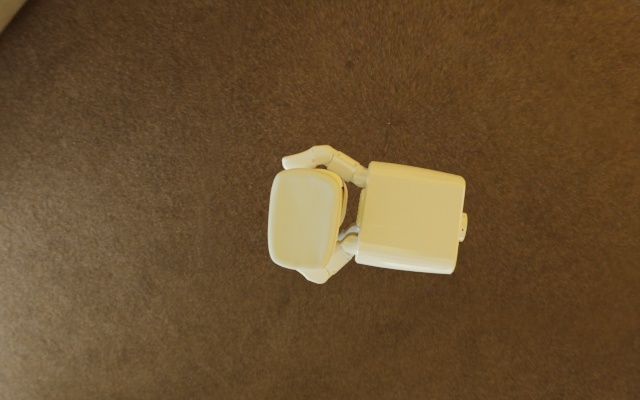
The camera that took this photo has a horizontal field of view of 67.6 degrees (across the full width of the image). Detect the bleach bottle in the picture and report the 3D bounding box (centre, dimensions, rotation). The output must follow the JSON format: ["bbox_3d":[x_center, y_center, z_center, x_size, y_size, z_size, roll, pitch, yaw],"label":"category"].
[{"bbox_3d":[0.000,0.002,0.569,0.068,0.102,0.251,8,10,7],"label":"bleach bottle"}]
